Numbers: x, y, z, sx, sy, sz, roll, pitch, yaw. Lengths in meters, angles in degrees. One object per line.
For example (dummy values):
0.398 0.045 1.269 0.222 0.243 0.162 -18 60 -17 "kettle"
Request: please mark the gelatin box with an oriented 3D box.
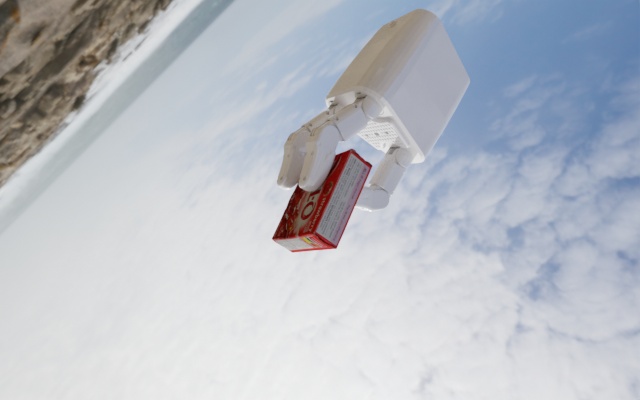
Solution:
0.000 0.002 0.432 0.030 0.089 0.073 35 -25 -25 "gelatin box"
